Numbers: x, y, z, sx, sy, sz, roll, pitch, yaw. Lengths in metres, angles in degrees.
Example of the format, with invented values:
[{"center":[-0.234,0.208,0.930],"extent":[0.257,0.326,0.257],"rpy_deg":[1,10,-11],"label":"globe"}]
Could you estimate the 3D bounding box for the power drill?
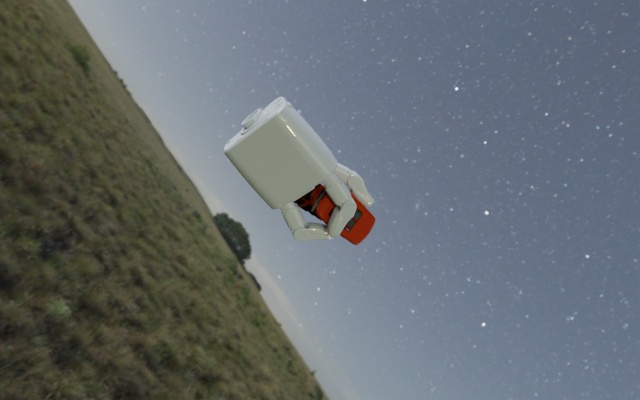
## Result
[{"center":[0.000,0.002,0.756],"extent":[0.184,0.057,0.187],"rpy_deg":[39,-6,-38],"label":"power drill"}]
